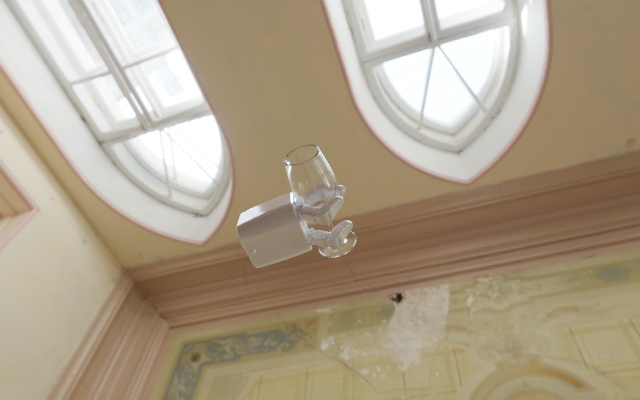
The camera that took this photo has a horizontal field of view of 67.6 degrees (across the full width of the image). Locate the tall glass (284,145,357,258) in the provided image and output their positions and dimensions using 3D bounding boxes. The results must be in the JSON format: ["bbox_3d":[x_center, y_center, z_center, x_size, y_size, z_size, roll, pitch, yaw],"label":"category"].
[{"bbox_3d":[0.000,0.003,0.840,0.079,0.201,0.079,-15,32,10],"label":"tall glass"}]
